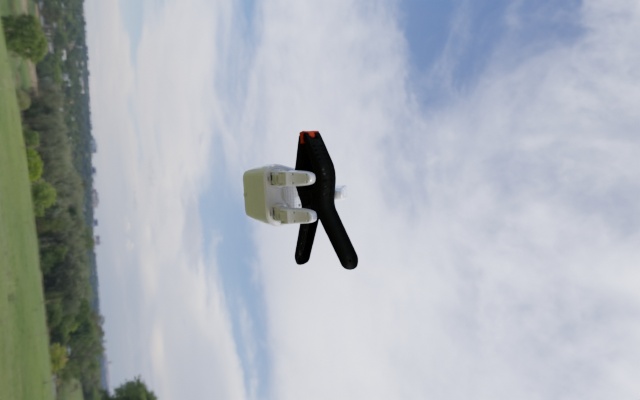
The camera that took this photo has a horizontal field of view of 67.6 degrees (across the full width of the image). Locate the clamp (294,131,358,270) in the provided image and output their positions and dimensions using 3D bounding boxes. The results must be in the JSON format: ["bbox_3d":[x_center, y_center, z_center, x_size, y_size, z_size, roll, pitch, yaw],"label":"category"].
[{"bbox_3d":[0.001,0.002,0.695,0.036,0.210,0.164,-6,5,-30],"label":"clamp"}]
